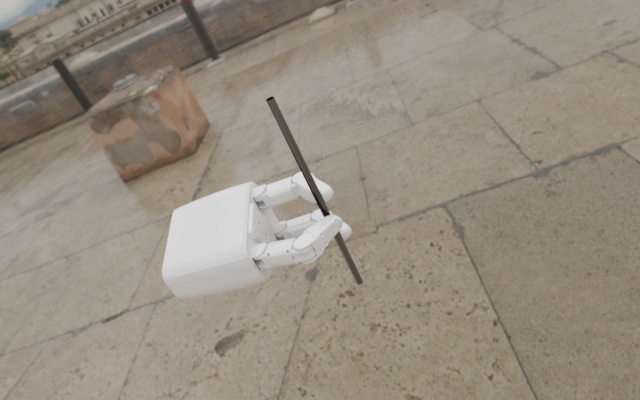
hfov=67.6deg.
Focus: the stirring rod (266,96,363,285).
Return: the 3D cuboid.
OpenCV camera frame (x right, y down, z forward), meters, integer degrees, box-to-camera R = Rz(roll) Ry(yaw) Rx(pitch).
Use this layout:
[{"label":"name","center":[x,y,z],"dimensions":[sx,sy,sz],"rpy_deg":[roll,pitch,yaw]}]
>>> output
[{"label":"stirring rod","center":[0.000,0.002,0.489],"dimensions":[0.011,0.240,0.011],"rpy_deg":[-19,32,12]}]
